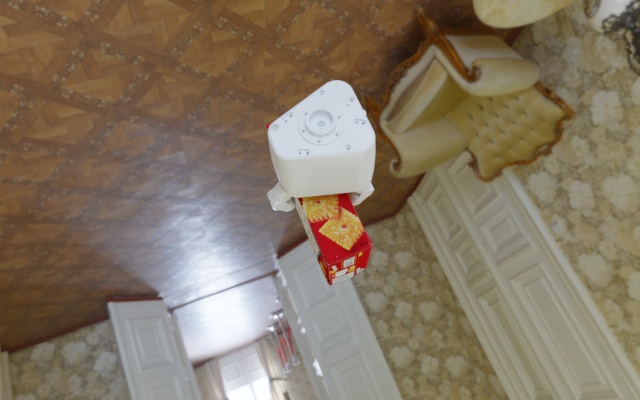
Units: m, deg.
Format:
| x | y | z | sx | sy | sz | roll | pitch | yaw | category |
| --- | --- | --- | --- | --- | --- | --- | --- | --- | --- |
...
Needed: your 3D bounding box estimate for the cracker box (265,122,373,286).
| x | y | z | sx | sy | sz | roll | pitch | yaw | category |
| --- | --- | --- | --- | --- | --- | --- | --- | --- | --- |
| 0.000 | 0.002 | 0.692 | 0.072 | 0.213 | 0.164 | -22 | -19 | -5 | cracker box |
